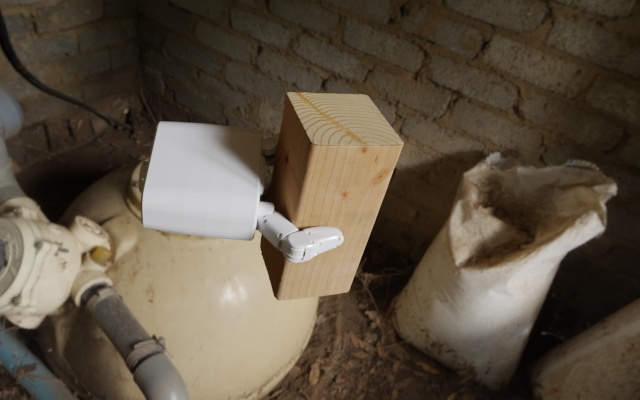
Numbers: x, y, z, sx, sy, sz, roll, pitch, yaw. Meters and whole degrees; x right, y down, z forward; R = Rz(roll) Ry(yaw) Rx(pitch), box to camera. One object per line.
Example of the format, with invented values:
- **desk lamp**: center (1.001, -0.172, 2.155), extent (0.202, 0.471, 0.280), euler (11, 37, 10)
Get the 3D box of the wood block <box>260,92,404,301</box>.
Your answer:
- **wood block**: center (0.000, 0.002, 0.502), extent (0.090, 0.206, 0.090), euler (-3, 42, -21)
